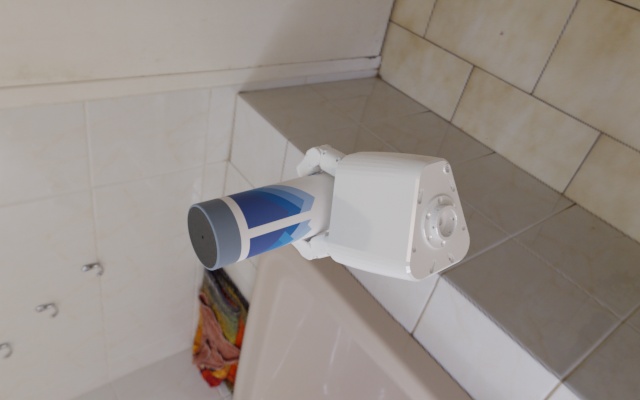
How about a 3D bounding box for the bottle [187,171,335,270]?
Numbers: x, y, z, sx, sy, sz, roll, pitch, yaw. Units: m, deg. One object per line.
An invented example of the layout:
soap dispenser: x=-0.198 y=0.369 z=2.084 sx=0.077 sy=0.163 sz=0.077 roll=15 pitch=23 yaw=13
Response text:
bottle: x=0.000 y=0.002 z=0.545 sx=0.295 sy=0.069 sz=0.069 roll=-17 pitch=10 yaw=-36
